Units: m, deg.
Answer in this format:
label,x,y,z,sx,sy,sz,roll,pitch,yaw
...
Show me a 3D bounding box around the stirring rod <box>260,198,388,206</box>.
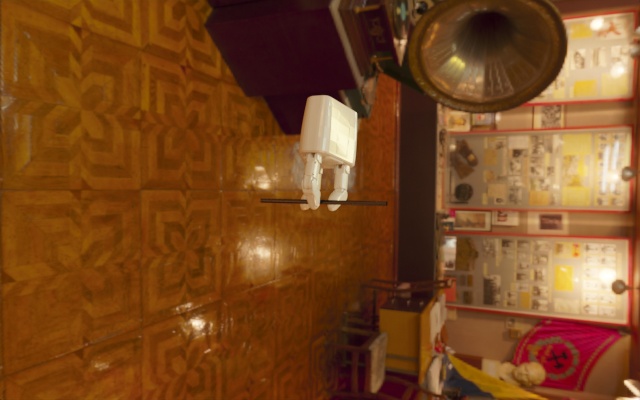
label,x,y,z,sx,sy,sz,roll,pitch,yaw
stirring rod,0.000,0.003,0.843,0.239,0.011,0.011,1,0,23
